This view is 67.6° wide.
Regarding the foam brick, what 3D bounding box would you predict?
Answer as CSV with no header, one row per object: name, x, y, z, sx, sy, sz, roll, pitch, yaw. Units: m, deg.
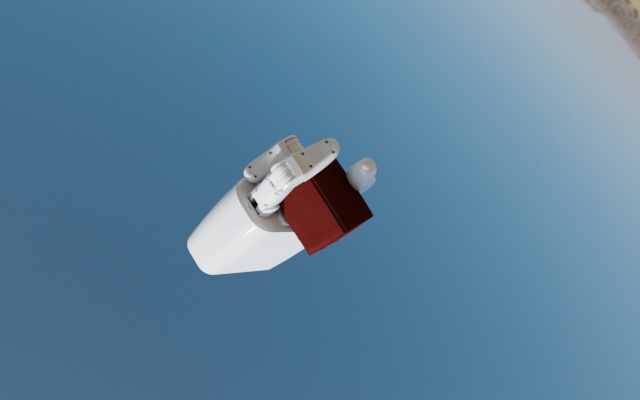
foam brick,0.000,0.002,0.441,0.051,0.078,0.053,-39,-10,36
